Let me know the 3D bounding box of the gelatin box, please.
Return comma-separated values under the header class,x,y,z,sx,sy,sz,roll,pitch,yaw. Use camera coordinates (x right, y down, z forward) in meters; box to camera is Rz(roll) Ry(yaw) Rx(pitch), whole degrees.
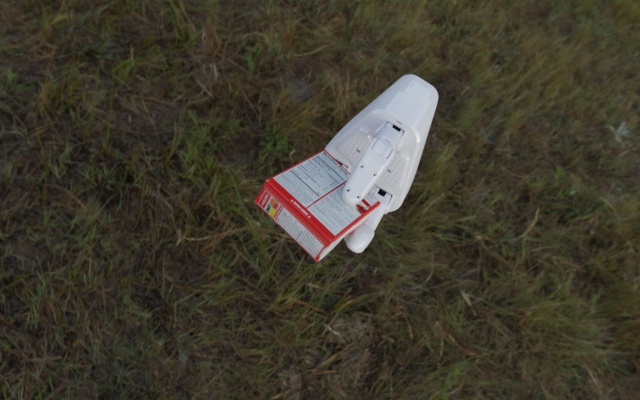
class,x,y,z,sx,sy,sz,roll,pitch,yaw
gelatin box,0.000,0.001,0.407,0.089,0.073,0.030,-34,-17,-50
